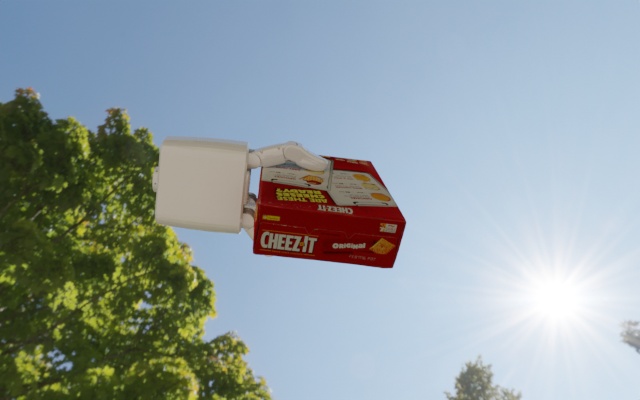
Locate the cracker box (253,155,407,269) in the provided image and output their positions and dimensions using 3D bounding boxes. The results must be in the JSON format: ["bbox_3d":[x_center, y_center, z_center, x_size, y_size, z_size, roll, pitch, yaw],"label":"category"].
[{"bbox_3d":[0.000,0.002,0.615,0.164,0.072,0.213,6,22,-8],"label":"cracker box"}]
